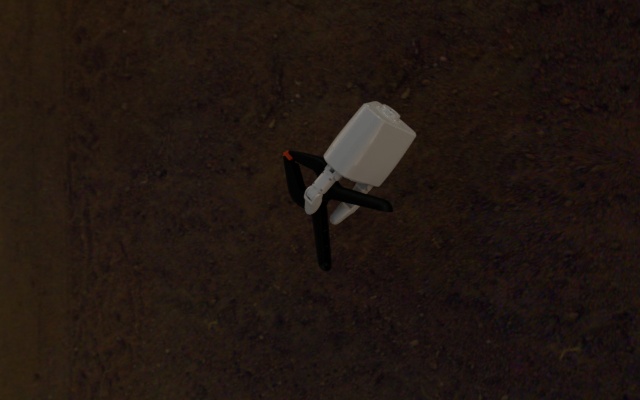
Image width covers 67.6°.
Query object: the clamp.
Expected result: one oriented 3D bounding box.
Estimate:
[{"bbox_3d":[-0.001,0.002,0.799,0.210,0.164,0.036,46,22,21],"label":"clamp"}]
